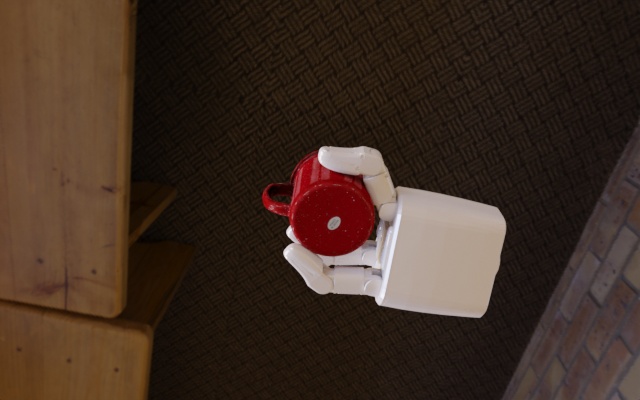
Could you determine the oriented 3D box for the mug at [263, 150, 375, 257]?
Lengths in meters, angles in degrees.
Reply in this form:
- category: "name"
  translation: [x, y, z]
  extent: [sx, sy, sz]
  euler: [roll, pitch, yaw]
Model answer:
- category: "mug"
  translation: [-0.001, 0.001, 0.481]
  extent: [0.117, 0.093, 0.081]
  euler: [8, 24, -2]
